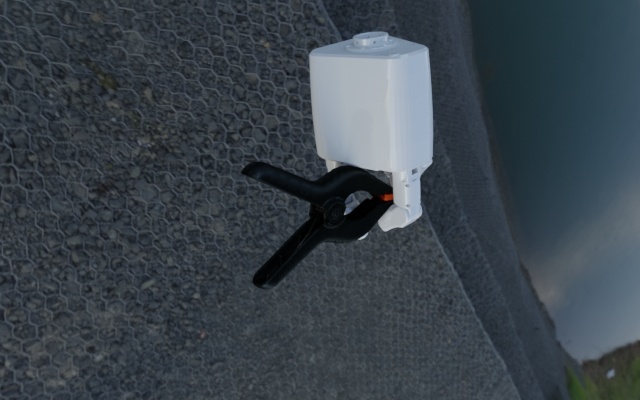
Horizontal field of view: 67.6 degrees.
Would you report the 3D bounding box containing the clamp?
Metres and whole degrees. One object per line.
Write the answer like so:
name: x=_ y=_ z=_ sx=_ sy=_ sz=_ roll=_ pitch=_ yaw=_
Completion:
clamp: x=0.001 y=0.002 z=0.459 sx=0.171 sy=0.120 sz=0.039 roll=-25 pitch=33 yaw=-29
